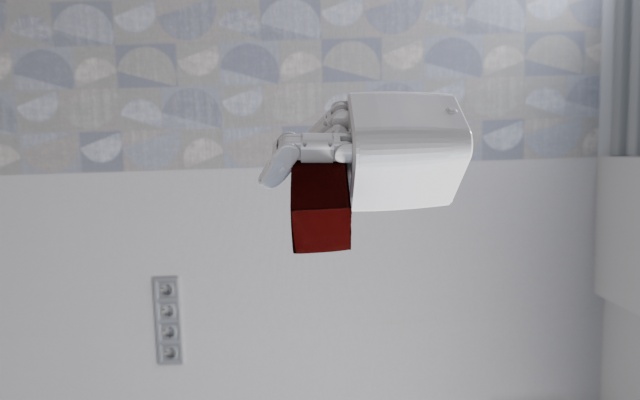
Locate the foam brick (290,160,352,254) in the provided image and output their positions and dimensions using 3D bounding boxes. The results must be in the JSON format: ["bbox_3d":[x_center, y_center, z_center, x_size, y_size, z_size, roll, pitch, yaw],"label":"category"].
[{"bbox_3d":[0.000,0.002,0.427,0.051,0.053,0.078,-2,42,-1],"label":"foam brick"}]
